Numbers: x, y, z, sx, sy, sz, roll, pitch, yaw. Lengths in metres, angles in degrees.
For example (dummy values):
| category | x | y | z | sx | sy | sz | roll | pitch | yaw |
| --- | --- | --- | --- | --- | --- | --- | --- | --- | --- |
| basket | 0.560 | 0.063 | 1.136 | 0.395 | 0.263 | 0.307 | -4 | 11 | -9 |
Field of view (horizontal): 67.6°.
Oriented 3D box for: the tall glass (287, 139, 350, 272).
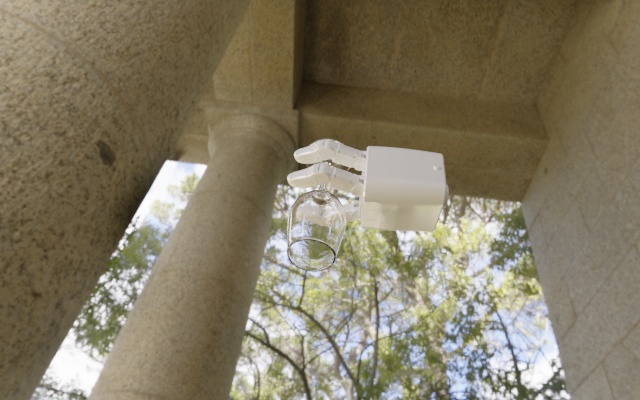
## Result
| category | x | y | z | sx | sy | sz | roll | pitch | yaw |
| --- | --- | --- | --- | --- | --- | --- | --- | --- | --- |
| tall glass | 0.000 | 0.002 | 0.665 | 0.079 | 0.079 | 0.200 | 0 | 42 | 10 |
